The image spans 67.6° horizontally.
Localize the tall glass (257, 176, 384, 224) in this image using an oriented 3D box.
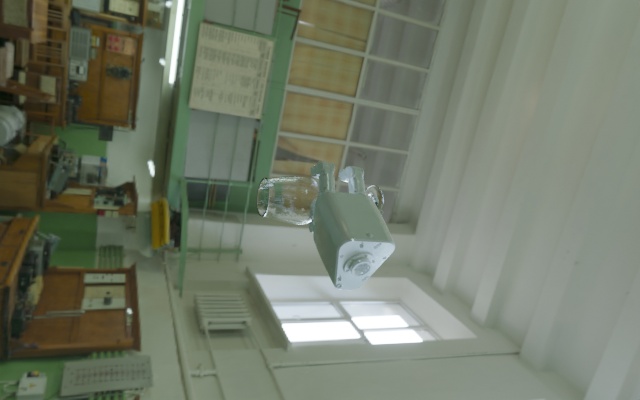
[{"bbox_3d":[0.001,0.003,0.787,0.201,0.079,0.079,5,-2,-24],"label":"tall glass"}]
